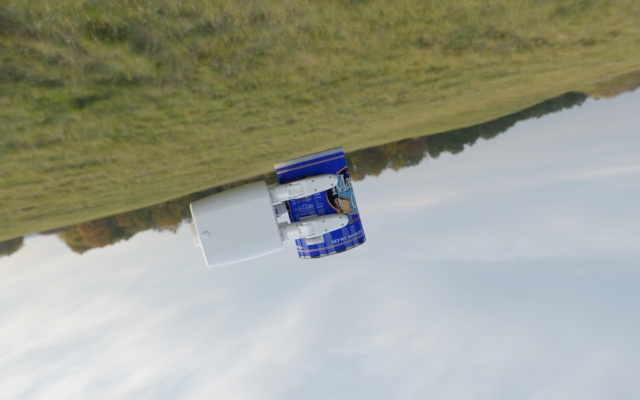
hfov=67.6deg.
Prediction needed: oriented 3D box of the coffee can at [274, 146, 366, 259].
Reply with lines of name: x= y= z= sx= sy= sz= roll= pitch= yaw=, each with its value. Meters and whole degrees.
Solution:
coffee can: x=0.000 y=0.002 z=0.692 sx=0.103 sy=0.140 sz=0.103 roll=-15 pitch=5 yaw=1
